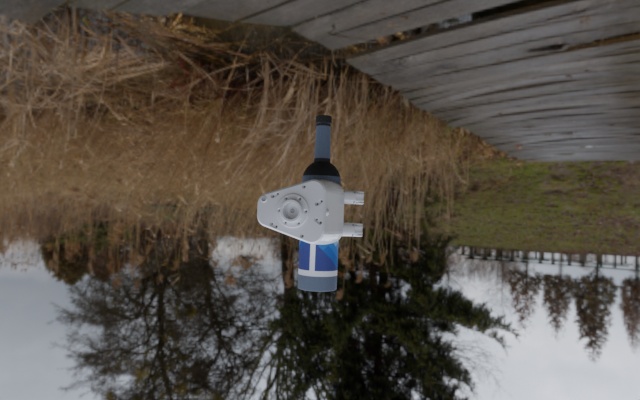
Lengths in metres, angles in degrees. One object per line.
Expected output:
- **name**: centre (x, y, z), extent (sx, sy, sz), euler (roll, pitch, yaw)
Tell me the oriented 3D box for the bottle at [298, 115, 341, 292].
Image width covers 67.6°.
- **bottle**: centre (0.000, 0.003, 0.816), extent (0.069, 0.295, 0.069), euler (2, -1, 0)
